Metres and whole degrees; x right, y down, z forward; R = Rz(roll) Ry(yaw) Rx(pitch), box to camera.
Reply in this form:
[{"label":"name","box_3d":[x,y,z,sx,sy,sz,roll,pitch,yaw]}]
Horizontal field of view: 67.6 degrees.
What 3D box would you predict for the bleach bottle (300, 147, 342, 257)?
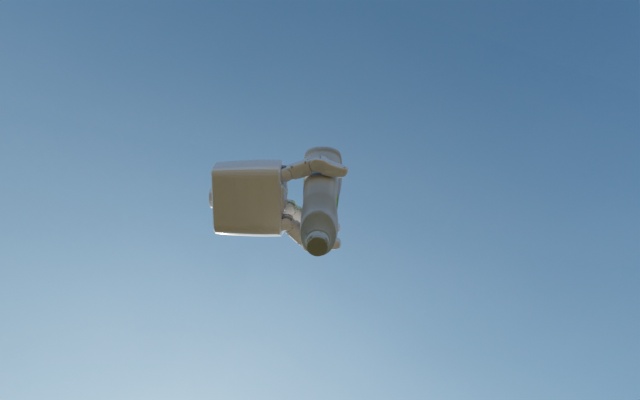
[{"label":"bleach bottle","box_3d":[0.000,0.002,0.733,0.068,0.103,0.250,0,24,2]}]
